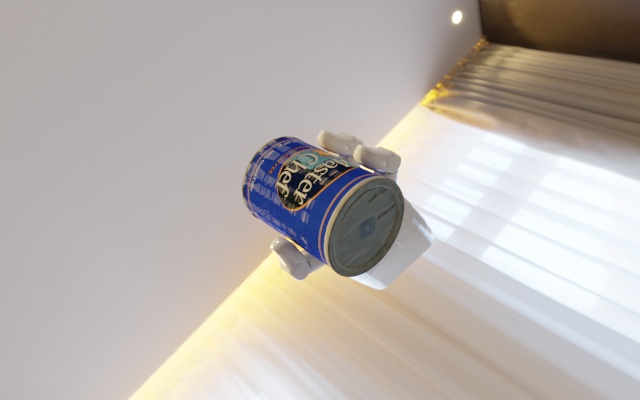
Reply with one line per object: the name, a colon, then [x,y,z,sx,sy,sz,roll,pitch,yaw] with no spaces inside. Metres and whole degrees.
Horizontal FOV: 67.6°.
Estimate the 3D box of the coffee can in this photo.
coffee can: [0.000,0.002,0.495,0.103,0.103,0.140,0,21,-45]
